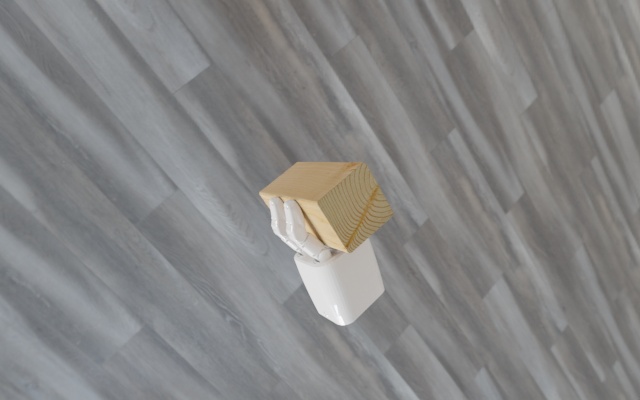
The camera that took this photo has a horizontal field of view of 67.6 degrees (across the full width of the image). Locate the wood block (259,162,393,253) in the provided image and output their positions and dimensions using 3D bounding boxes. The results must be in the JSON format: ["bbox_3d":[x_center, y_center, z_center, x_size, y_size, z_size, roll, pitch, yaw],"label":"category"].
[{"bbox_3d":[0.001,0.002,0.716,0.091,0.090,0.206,-40,21,-20],"label":"wood block"}]
